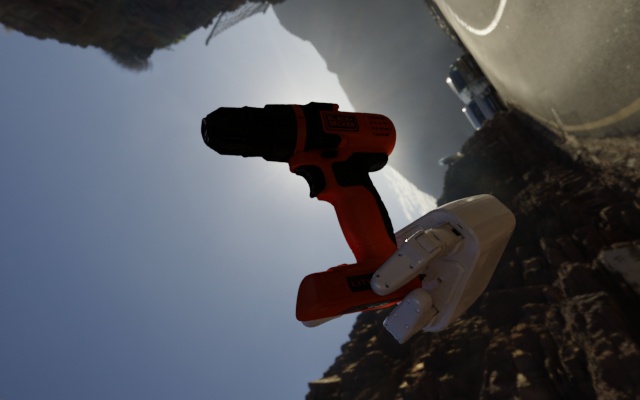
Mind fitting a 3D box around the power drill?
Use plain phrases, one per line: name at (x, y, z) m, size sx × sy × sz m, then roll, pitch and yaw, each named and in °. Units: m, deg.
power drill at (0.000, 0.002, 0.405) m, size 0.184 × 0.187 × 0.057 m, roll -3°, pitch -22°, yaw -25°
